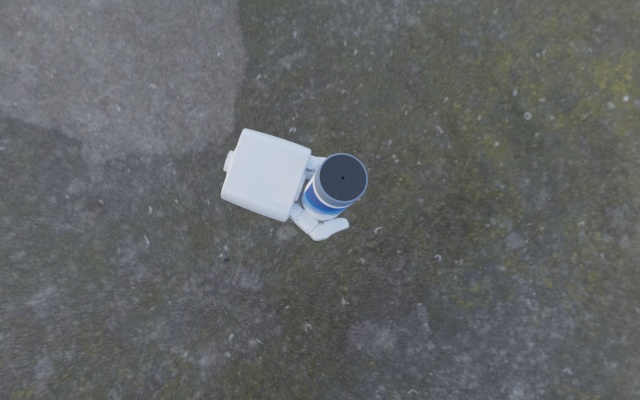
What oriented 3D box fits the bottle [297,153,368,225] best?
[{"bbox_3d":[0.000,0.002,0.750,0.069,0.069,0.296,0,-12,-12],"label":"bottle"}]
